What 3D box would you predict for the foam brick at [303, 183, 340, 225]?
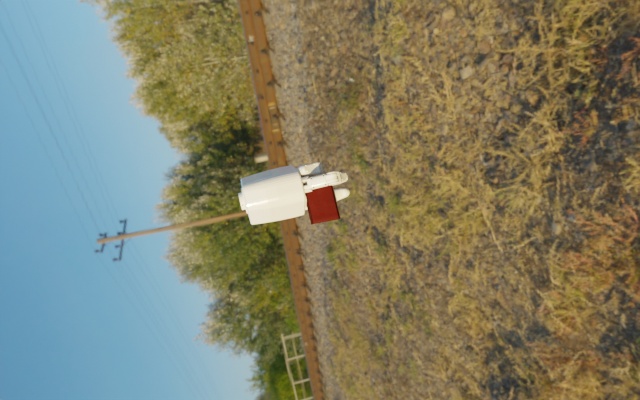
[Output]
[{"bbox_3d":[0.000,0.003,0.890,0.051,0.078,0.053,-13,-3,-8],"label":"foam brick"}]
